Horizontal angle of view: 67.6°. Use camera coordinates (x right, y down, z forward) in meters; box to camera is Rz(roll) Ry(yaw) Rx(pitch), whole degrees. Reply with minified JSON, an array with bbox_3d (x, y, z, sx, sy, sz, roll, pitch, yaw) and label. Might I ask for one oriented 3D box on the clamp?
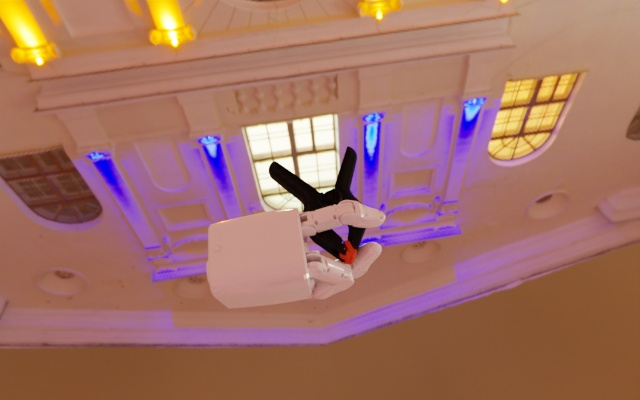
[{"bbox_3d":[0.000,0.002,0.599,0.120,0.171,0.039,-9,-38,-2],"label":"clamp"}]
